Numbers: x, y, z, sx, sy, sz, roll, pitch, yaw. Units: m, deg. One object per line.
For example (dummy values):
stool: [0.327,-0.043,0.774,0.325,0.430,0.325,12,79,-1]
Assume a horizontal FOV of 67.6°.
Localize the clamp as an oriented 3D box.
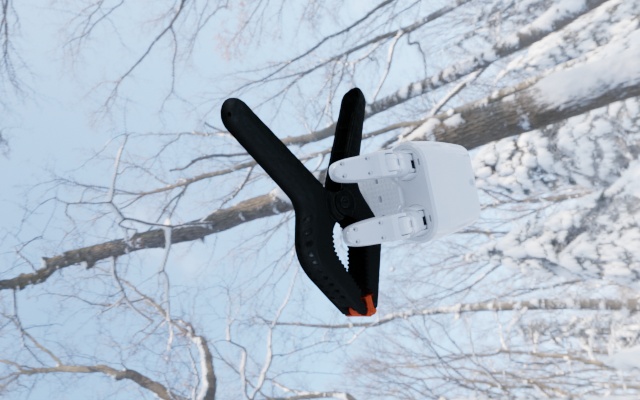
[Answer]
clamp: [0.000,0.002,0.409,0.164,0.210,0.036,-9,-3,-45]
